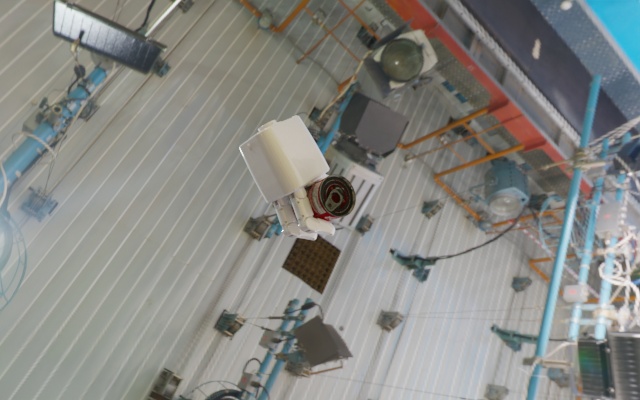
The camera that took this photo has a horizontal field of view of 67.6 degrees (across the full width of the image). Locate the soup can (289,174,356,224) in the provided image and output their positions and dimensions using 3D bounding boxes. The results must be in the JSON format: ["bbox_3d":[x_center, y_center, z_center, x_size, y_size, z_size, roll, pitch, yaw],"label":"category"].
[{"bbox_3d":[0.000,0.003,0.777,0.068,0.068,0.102,0,-12,-34],"label":"soup can"}]
